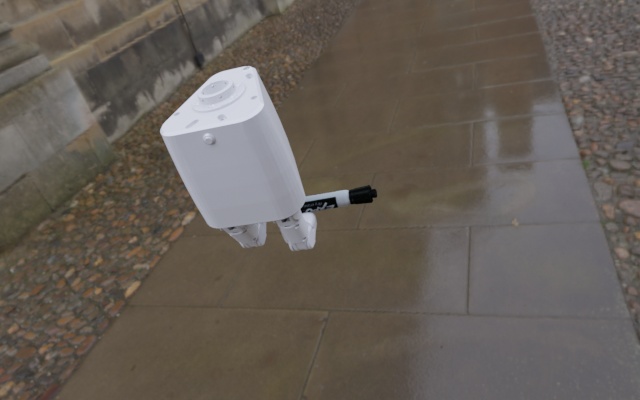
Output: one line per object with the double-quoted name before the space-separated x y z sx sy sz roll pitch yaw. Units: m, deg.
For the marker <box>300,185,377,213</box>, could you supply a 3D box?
"marker" 0.000 0.002 0.510 0.121 0.020 0.020 -9 -2 13
